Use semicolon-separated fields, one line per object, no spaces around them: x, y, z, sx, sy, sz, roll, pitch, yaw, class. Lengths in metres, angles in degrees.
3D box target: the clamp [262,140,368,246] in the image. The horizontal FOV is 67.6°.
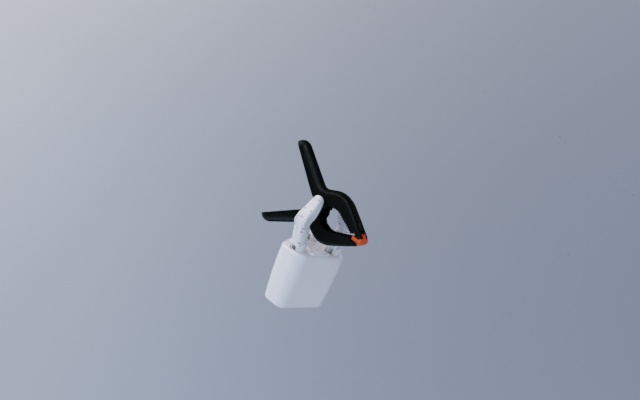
0.000;0.003;0.812;0.210;0.164;0.036;31;16;30;clamp
